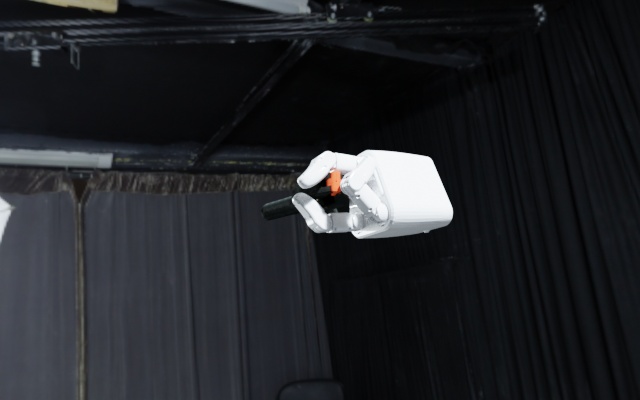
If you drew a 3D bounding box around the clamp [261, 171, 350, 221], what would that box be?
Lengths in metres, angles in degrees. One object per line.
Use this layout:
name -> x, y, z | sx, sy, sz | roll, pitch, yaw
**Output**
clamp -> 0.000, 0.002, 0.673 | 0.120, 0.039, 0.171 | 0, -14, -29
